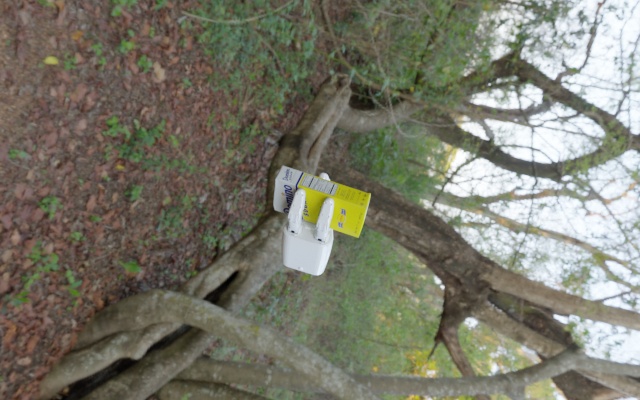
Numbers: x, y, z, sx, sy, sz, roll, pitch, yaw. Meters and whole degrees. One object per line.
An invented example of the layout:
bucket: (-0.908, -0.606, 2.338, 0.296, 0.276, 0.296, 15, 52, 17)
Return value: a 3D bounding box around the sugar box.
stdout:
sugar box: (0.000, 0.003, 0.899, 0.176, 0.048, 0.093, 16, -41, 6)
